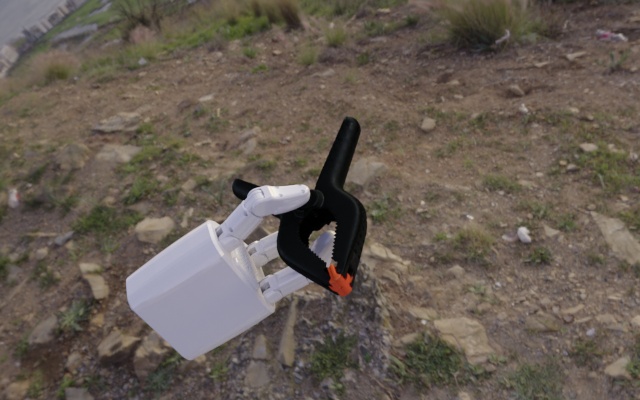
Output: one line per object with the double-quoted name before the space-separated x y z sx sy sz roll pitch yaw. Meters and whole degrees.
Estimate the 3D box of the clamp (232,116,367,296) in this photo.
"clamp" 0.000 0.002 0.487 0.164 0.209 0.036 -34 -46 3
